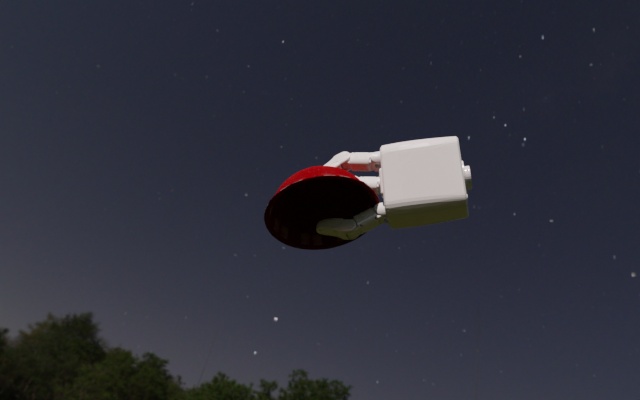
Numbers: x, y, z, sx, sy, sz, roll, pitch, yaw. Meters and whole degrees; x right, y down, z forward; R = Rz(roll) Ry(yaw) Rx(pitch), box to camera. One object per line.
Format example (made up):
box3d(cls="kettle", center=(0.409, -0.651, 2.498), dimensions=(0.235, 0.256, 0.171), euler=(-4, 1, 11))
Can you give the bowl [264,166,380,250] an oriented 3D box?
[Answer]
box3d(cls="bowl", center=(-0.001, 0.002, 0.677), dimensions=(0.162, 0.055, 0.162), euler=(-5, -40, -5))
